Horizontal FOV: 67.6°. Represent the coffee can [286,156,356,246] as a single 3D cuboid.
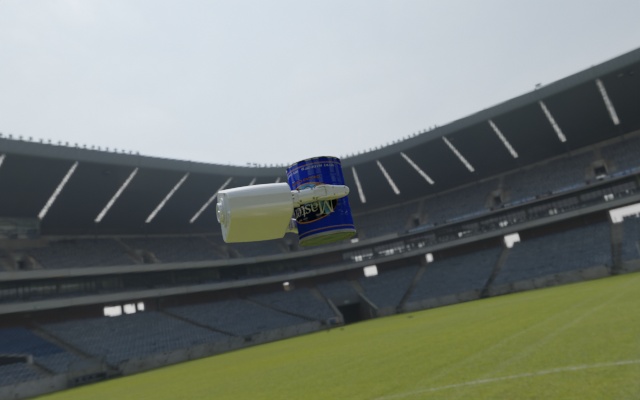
[{"bbox_3d":[0.000,0.003,0.863,0.103,0.140,0.103,-11,-13,-3],"label":"coffee can"}]
